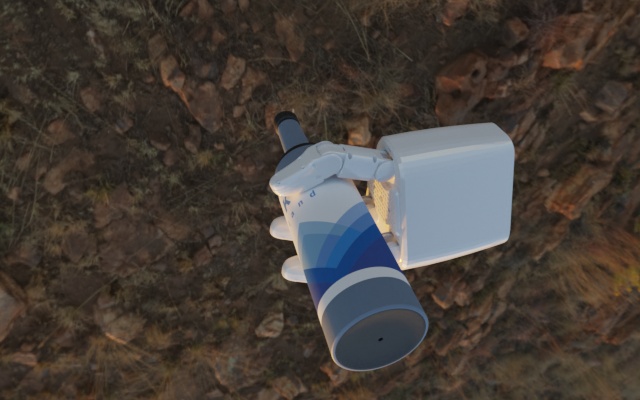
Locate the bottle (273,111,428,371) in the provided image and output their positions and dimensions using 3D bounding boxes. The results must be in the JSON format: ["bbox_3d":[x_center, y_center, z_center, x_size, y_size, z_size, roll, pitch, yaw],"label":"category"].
[{"bbox_3d":[0.000,0.002,0.416,0.069,0.069,0.295,0,37,-19],"label":"bottle"}]
